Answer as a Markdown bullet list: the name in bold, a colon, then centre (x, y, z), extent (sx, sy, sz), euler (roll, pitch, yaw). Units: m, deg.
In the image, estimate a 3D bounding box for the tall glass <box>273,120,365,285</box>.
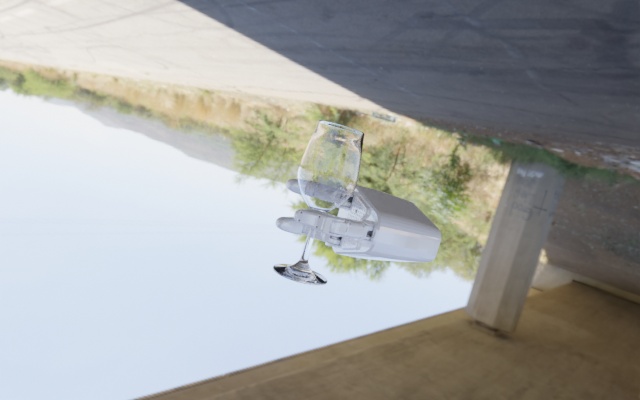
- **tall glass**: centre (0.000, 0.003, 0.617), extent (0.079, 0.201, 0.079), euler (15, 5, -1)
